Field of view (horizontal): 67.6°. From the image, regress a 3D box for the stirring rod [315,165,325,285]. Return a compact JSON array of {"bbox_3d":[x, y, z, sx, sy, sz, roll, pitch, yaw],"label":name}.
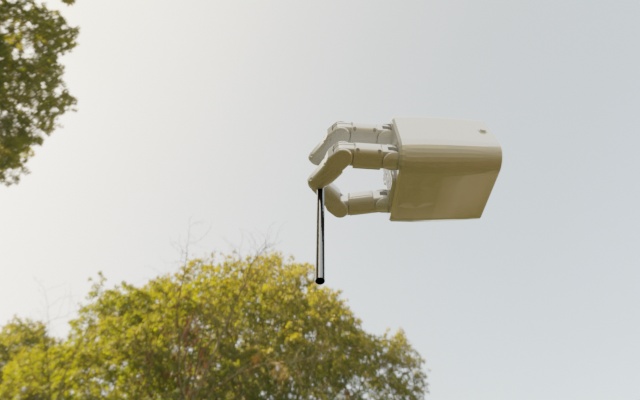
[{"bbox_3d":[0.000,0.002,0.487,0.011,0.011,0.239,0,32,0],"label":"stirring rod"}]
